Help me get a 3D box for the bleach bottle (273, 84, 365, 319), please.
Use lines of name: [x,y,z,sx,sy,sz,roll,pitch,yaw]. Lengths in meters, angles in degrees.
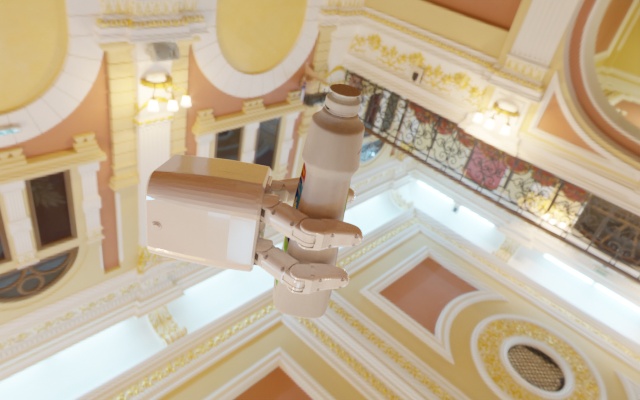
bleach bottle: [0.000,0.002,0.491,0.068,0.251,0.102,10,33,-3]
